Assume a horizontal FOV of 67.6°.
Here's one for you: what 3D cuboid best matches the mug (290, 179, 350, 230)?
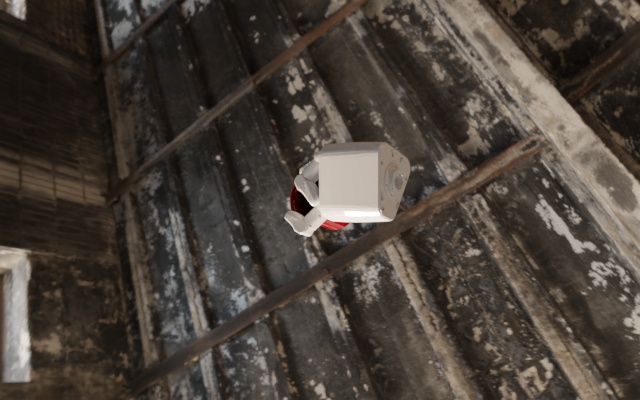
[{"bbox_3d":[-0.001,0.003,0.819,0.117,0.093,0.081,2,-13,40],"label":"mug"}]
